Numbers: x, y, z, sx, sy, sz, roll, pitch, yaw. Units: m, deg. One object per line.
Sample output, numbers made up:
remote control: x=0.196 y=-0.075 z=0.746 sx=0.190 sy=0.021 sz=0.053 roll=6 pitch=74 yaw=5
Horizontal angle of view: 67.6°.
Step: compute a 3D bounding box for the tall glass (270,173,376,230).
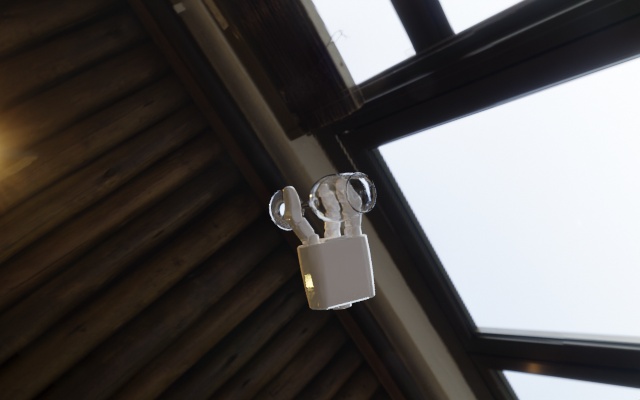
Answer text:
tall glass: x=0.000 y=0.003 z=0.789 sx=0.079 sy=0.079 sz=0.201 roll=0 pitch=-9 yaw=-38
